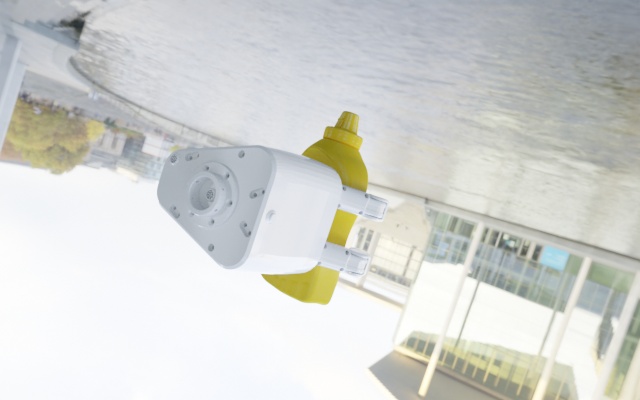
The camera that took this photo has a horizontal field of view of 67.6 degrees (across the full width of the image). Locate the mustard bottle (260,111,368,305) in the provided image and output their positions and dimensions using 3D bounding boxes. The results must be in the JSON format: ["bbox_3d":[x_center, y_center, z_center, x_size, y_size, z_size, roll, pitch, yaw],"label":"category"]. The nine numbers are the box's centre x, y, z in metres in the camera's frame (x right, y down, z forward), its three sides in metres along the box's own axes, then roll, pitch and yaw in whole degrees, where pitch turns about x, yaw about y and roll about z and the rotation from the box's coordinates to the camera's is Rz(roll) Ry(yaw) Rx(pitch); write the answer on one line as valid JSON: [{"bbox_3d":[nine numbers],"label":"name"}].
[{"bbox_3d":[0.000,0.002,0.490,0.058,0.191,0.096,17,3,-37],"label":"mustard bottle"}]
